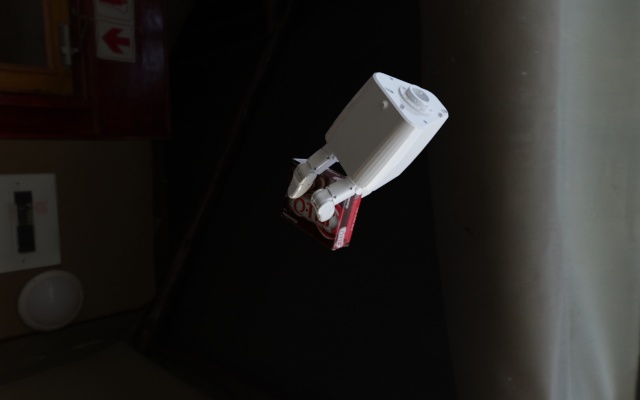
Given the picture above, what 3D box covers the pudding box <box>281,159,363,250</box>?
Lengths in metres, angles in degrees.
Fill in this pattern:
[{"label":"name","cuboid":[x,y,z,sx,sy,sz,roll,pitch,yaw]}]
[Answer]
[{"label":"pudding box","cuboid":[0.000,0.002,0.657,0.039,0.090,0.113,-6,28,-43]}]
